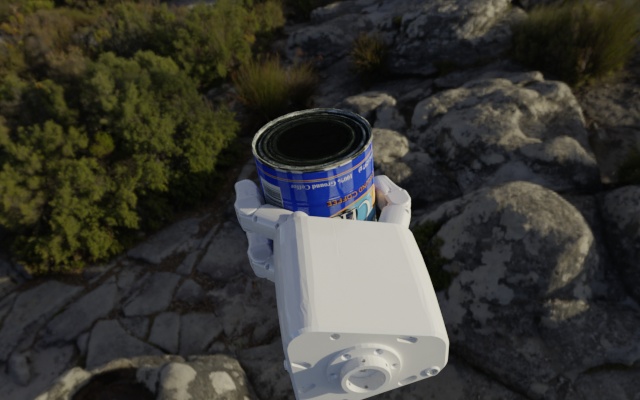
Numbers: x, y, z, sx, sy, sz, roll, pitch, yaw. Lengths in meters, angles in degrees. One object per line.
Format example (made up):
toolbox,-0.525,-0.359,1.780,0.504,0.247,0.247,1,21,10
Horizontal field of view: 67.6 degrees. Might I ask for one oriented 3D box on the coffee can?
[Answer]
coffee can,0.000,0.001,0.441,0.103,0.140,0.102,-5,37,4
